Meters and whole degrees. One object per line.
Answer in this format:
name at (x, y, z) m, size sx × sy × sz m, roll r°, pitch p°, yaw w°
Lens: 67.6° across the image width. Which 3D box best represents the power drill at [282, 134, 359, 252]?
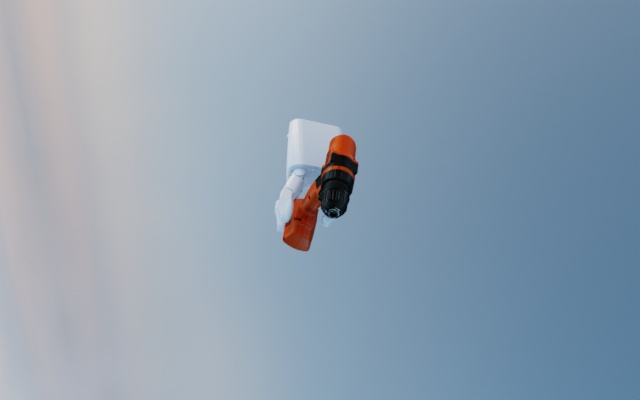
power drill at (0.000, 0.003, 0.798) m, size 0.057 × 0.184 × 0.188 m, roll 27°, pitch -50°, yaw -12°
